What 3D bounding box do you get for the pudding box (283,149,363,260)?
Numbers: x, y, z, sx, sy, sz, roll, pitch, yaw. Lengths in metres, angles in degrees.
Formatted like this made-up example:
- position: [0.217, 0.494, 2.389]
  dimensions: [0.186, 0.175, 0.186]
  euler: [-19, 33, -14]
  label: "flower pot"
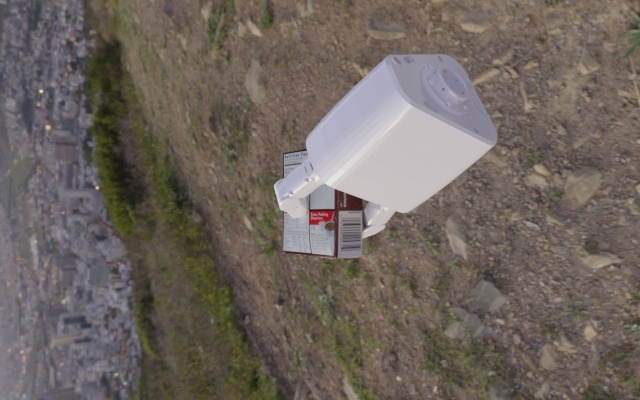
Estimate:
- position: [0.000, 0.002, 0.489]
  dimensions: [0.039, 0.113, 0.090]
  euler: [3, -3, -38]
  label: "pudding box"
